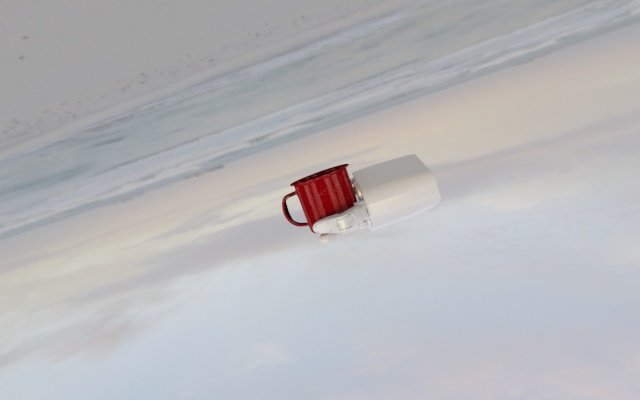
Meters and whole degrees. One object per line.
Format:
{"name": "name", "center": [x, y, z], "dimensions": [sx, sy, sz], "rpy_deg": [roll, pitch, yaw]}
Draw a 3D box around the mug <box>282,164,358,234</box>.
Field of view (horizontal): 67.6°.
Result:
{"name": "mug", "center": [-0.001, 0.003, 0.714], "dimensions": [0.117, 0.081, 0.093], "rpy_deg": [-19, 8, 3]}
